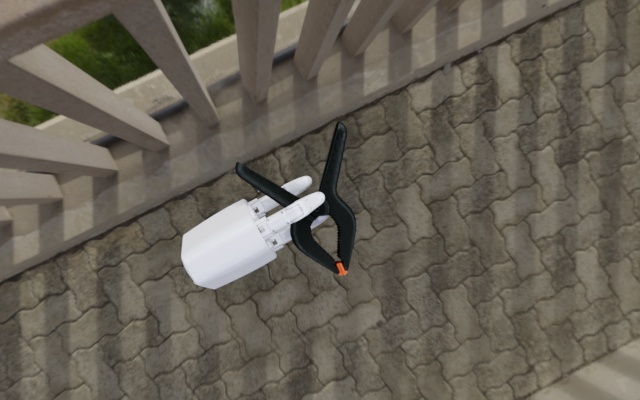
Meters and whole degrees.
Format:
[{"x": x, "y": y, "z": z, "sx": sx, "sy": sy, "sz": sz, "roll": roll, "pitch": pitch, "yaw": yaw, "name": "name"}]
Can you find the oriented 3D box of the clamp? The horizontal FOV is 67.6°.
[{"x": 0.000, "y": 0.003, "z": 0.672, "sx": 0.164, "sy": 0.210, "sz": 0.036, "roll": -29, "pitch": 5, "yaw": -3, "name": "clamp"}]
